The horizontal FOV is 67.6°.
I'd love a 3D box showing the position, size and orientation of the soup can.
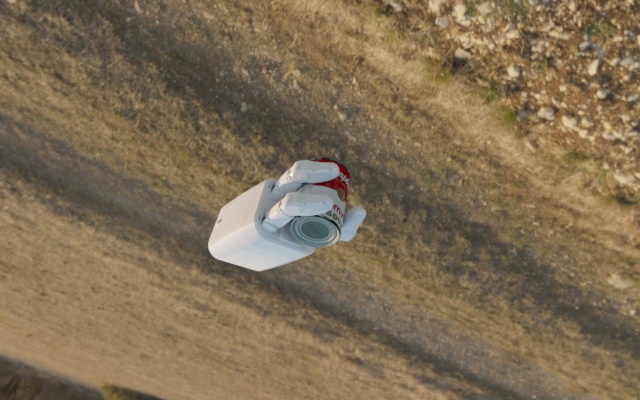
[{"bbox_3d":[0.001,0.002,0.625,0.068,0.102,0.069,7,-40,6],"label":"soup can"}]
